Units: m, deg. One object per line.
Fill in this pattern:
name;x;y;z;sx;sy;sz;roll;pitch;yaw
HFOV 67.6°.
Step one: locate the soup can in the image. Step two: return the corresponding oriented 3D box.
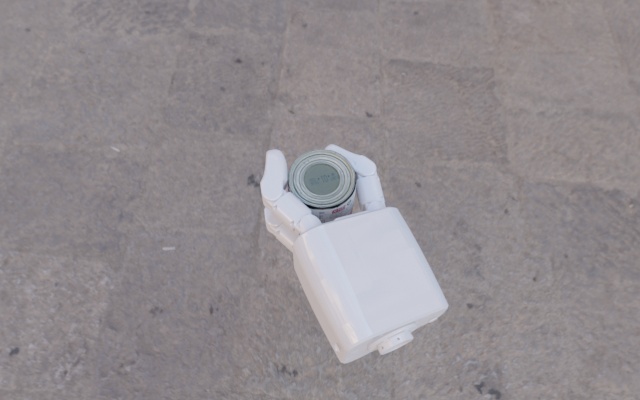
soup can;0.000;0.001;0.497;0.068;0.068;0.102;0;-27;-1
